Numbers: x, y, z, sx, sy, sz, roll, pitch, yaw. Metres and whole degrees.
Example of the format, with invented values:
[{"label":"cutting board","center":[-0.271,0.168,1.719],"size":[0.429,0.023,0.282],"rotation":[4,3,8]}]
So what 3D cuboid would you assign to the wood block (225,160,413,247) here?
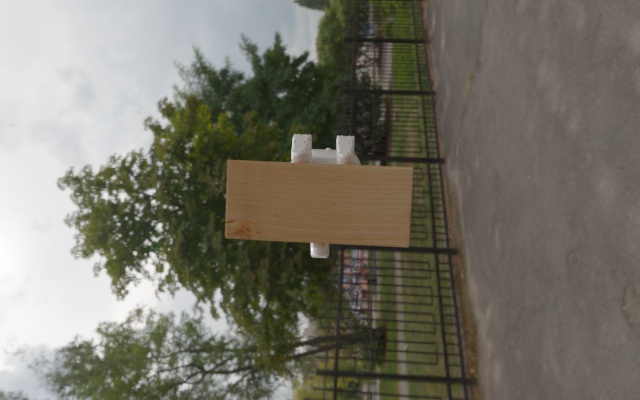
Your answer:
[{"label":"wood block","center":[0.000,0.002,0.570],"size":[0.206,0.091,0.090],"rotation":[2,2,4]}]
